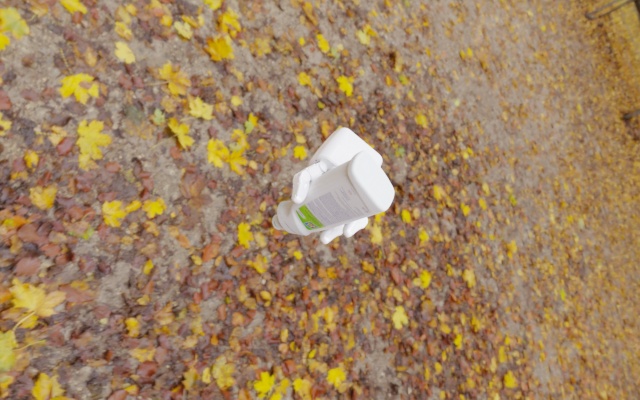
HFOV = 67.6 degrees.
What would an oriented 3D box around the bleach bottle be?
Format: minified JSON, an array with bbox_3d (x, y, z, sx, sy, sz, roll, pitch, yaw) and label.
[{"bbox_3d":[0.000,0.003,0.828,0.251,0.102,0.068,-21,25,42],"label":"bleach bottle"}]
